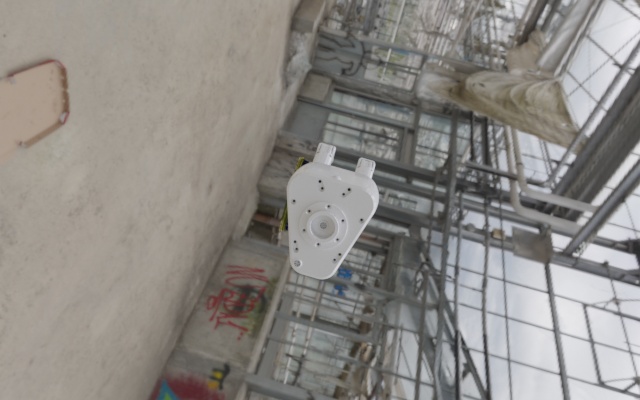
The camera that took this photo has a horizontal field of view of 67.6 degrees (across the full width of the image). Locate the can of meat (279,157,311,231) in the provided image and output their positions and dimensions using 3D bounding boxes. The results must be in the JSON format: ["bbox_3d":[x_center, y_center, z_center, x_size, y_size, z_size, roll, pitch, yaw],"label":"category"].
[{"bbox_3d":[0.000,0.002,0.638,0.084,0.102,0.057,16,5,3],"label":"can of meat"}]
